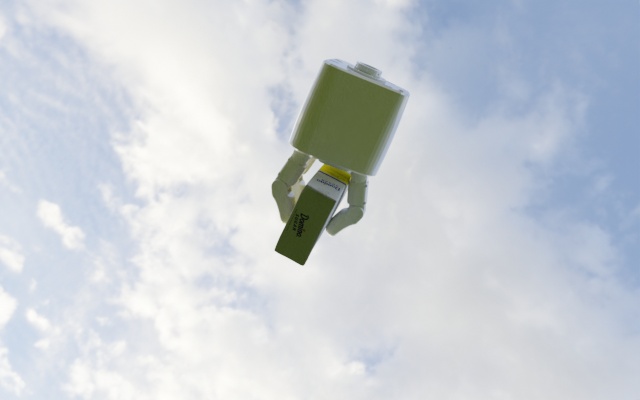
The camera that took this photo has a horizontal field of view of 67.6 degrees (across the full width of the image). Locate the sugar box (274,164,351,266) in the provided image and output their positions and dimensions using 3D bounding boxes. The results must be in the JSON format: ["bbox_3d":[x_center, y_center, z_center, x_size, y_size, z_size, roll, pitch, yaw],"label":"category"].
[{"bbox_3d":[0.000,0.002,0.605,0.048,0.093,0.176,28,22,5],"label":"sugar box"}]
